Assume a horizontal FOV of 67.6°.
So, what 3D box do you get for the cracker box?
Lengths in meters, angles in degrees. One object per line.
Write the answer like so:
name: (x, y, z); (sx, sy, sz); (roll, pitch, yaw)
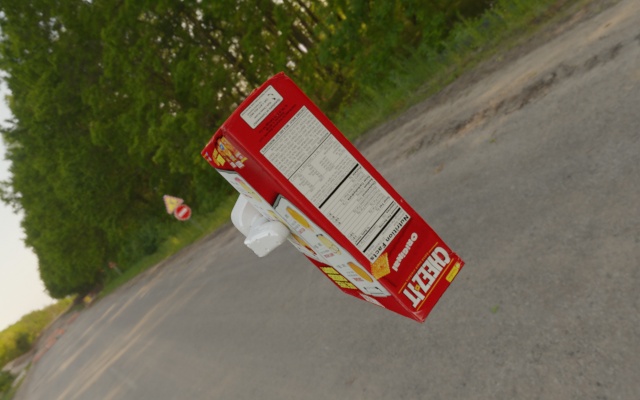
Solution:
cracker box: (0.000, 0.001, 0.426); (0.214, 0.072, 0.164); (45, -14, -13)
